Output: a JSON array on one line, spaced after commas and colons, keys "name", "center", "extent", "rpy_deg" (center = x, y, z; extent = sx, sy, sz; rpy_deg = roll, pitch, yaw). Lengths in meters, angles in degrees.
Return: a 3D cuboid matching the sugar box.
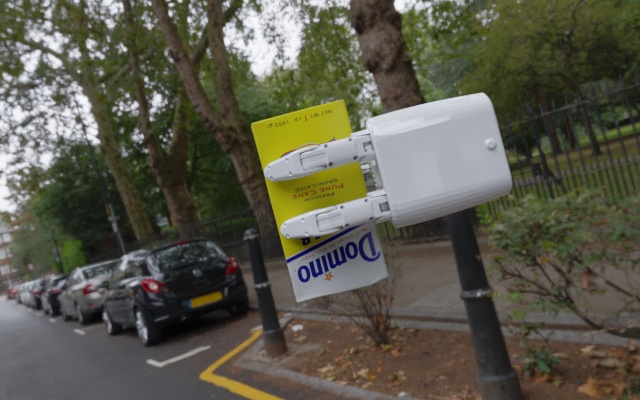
[{"name": "sugar box", "center": [0.000, 0.001, 0.463], "extent": [0.093, 0.176, 0.048], "rpy_deg": [-15, 0, 1]}]
